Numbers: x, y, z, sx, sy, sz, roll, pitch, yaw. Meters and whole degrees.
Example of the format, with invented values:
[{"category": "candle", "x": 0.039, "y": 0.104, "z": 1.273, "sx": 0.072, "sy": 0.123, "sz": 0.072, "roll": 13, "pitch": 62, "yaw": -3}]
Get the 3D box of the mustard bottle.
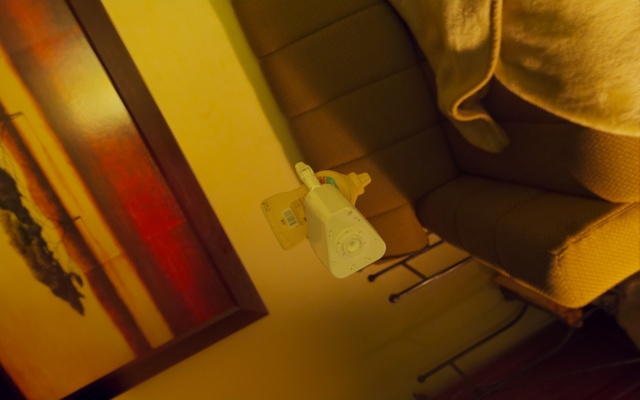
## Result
[{"category": "mustard bottle", "x": 0.000, "y": 0.003, "z": 0.823, "sx": 0.191, "sy": 0.096, "sz": 0.058, "roll": -28, "pitch": -1, "yaw": -6}]
